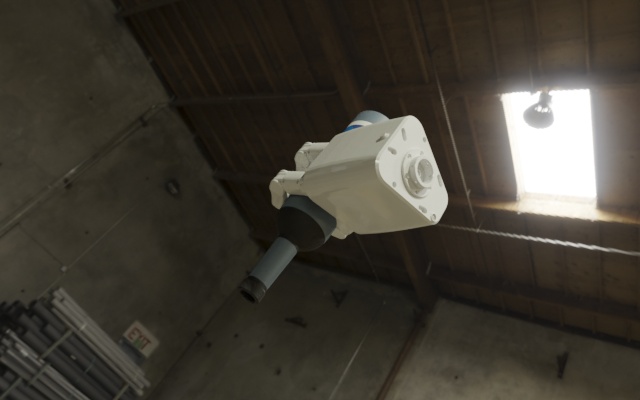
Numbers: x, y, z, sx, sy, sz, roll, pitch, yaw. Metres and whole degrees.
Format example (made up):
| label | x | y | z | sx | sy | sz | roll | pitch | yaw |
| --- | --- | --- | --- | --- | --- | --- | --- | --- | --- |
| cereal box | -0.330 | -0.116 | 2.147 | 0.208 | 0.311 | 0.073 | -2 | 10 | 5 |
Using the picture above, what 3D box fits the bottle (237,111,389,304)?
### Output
| label | x | y | z | sx | sy | sz | roll | pitch | yaw |
| --- | --- | --- | --- | --- | --- | --- | --- | --- | --- |
| bottle | 0.000 | 0.002 | 0.575 | 0.069 | 0.069 | 0.295 | 0 | 42 | 44 |
